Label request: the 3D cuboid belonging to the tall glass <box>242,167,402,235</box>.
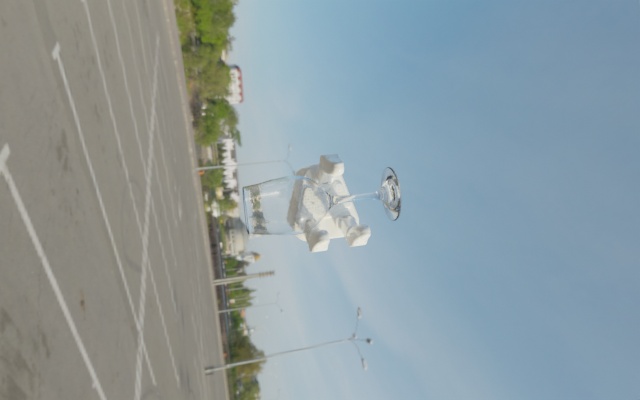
[{"bbox_3d":[0.001,0.002,0.634,0.201,0.079,0.079,-6,1,-12],"label":"tall glass"}]
